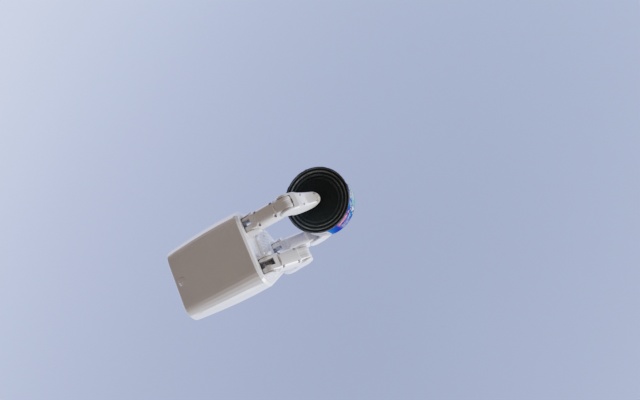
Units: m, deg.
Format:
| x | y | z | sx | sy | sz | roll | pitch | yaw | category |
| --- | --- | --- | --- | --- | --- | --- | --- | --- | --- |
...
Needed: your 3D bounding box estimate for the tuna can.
| x | y | z | sx | sy | sz | roll | pitch | yaw | category |
| --- | --- | --- | --- | --- | --- | --- | --- | --- | --- |
| 0.000 | 0.002 | 0.611 | 0.086 | 0.086 | 0.034 | 0 | -12 | 19 | tuna can |
